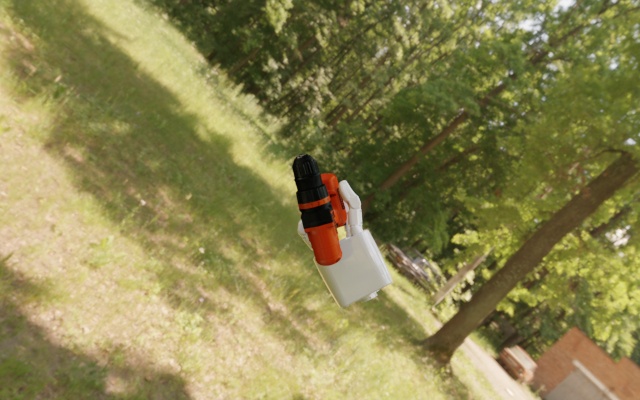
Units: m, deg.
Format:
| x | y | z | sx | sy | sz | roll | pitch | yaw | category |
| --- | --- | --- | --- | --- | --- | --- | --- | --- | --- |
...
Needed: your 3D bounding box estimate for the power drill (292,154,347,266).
| x | y | z | sx | sy | sz | roll | pitch | yaw | category |
| --- | --- | --- | --- | --- | --- | --- | --- | --- | --- |
| 0.000 | 0.003 | 0.828 | 0.057 | 0.184 | 0.187 | -11 | 9 | 10 | power drill |
